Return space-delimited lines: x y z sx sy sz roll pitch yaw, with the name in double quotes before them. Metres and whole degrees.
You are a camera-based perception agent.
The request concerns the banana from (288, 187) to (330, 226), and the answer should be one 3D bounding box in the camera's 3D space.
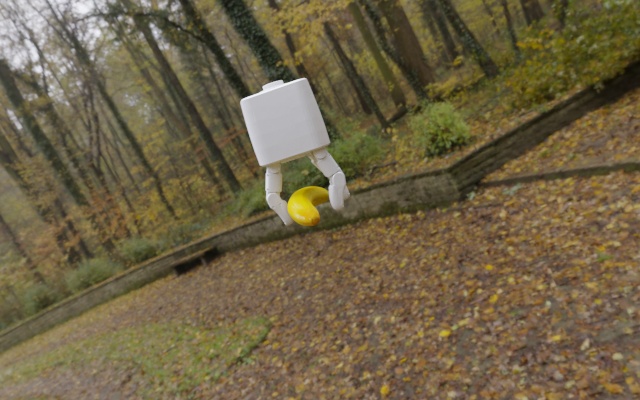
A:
"banana" -0.017 0.004 0.747 0.069 0.037 0.197 -7 11 14
